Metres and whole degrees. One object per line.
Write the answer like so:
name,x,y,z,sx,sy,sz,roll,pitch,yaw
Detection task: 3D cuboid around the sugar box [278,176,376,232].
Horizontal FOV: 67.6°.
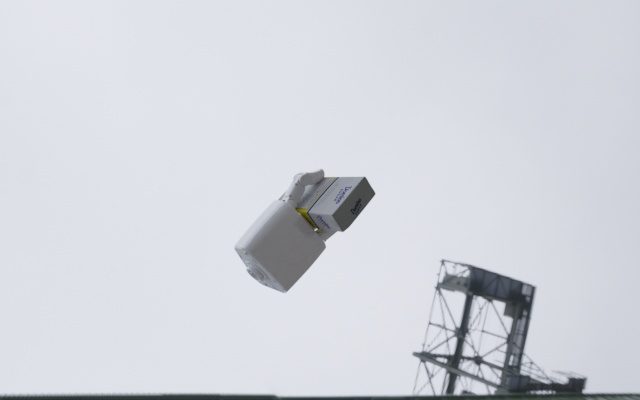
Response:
sugar box,0.000,0.003,0.808,0.176,0.048,0.093,7,48,50
